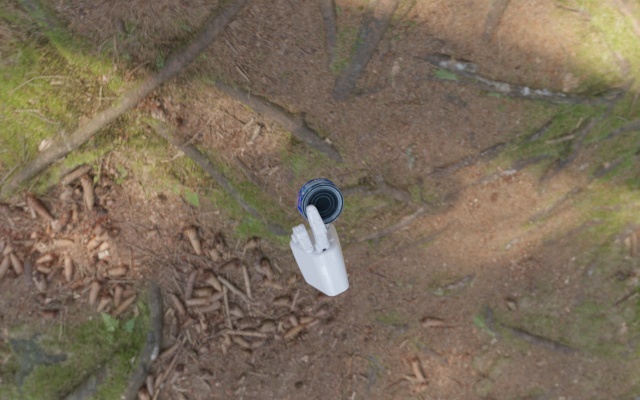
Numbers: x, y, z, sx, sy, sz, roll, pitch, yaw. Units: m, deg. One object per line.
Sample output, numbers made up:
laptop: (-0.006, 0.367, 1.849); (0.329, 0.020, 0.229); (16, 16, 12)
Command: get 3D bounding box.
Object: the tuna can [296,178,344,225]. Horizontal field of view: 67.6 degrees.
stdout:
tuna can: (0.000, 0.003, 0.899); (0.086, 0.086, 0.033); (0, 19, -18)
